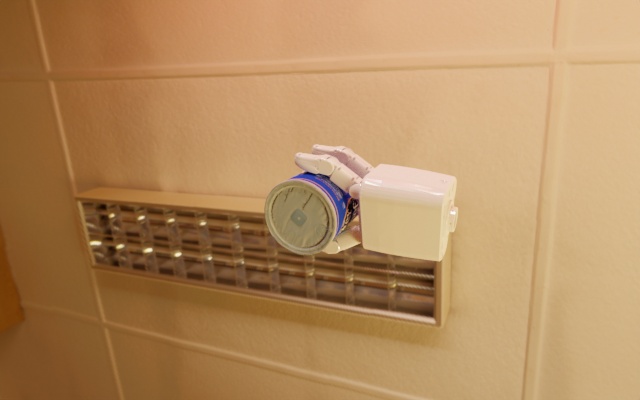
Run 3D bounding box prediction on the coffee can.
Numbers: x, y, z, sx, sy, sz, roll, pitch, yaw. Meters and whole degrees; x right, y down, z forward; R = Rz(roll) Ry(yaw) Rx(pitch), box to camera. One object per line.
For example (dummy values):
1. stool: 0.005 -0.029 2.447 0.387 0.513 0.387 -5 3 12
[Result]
1. coffee can: 0.000 0.002 0.673 0.103 0.103 0.140 0 18 26
